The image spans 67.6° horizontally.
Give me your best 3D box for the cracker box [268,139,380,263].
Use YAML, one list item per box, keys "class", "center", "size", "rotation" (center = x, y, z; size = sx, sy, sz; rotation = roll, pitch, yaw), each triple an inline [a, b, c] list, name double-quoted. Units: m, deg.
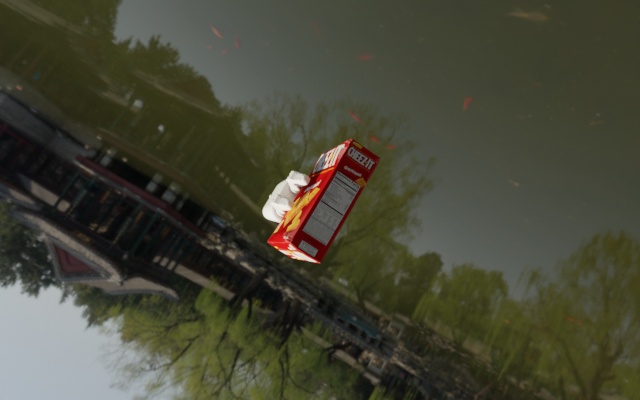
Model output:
- class: "cracker box"
  center: [0.000, 0.003, 0.867]
  size: [0.072, 0.213, 0.164]
  rotation: [34, -13, -14]
